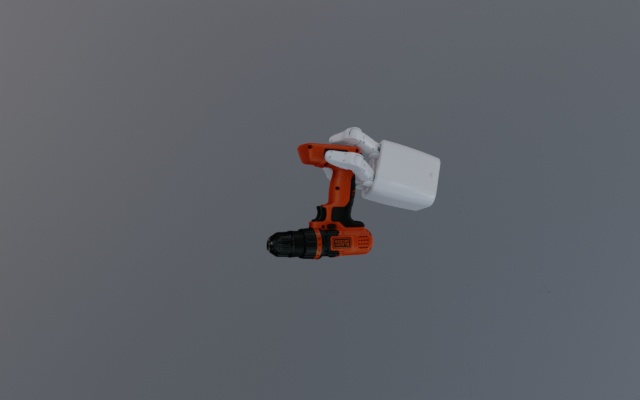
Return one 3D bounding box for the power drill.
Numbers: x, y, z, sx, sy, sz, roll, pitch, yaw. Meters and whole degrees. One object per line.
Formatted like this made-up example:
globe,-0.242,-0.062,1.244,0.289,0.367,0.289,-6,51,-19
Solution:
power drill,0.000,0.002,0.786,0.184,0.187,0.057,0,0,-26
